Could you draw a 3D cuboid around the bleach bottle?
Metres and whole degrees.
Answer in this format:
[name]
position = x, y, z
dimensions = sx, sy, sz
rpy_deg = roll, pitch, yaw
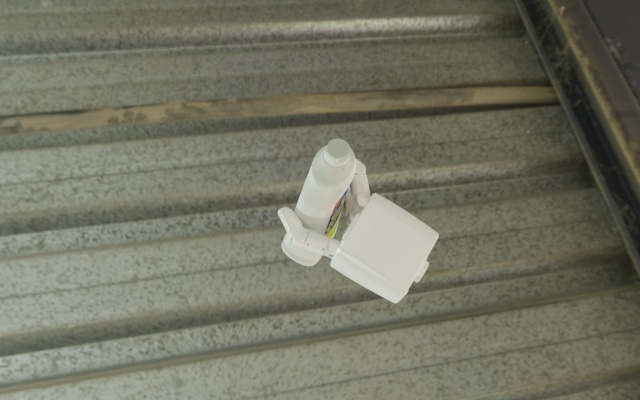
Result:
[bleach bottle]
position = 0.000, 0.002, 0.675
dimensions = 0.068, 0.102, 0.251
rpy_deg = 30, -28, 7
